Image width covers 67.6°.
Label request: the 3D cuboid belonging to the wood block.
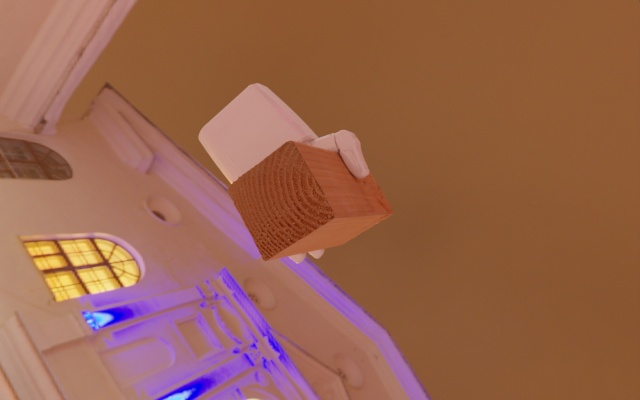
[{"bbox_3d":[0.000,0.001,0.554,0.091,0.090,0.206,-34,-13,20],"label":"wood block"}]
